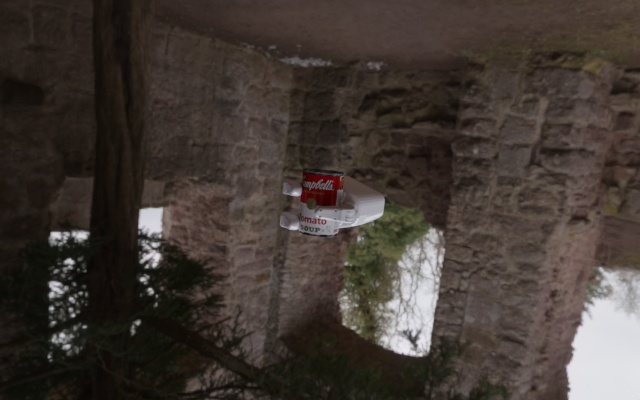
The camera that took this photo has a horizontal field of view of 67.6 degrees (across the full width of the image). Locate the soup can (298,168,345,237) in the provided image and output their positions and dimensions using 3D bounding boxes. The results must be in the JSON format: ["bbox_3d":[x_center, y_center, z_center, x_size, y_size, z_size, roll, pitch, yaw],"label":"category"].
[{"bbox_3d":[0.000,0.003,0.771,0.068,0.102,0.068,6,8,-1],"label":"soup can"}]
